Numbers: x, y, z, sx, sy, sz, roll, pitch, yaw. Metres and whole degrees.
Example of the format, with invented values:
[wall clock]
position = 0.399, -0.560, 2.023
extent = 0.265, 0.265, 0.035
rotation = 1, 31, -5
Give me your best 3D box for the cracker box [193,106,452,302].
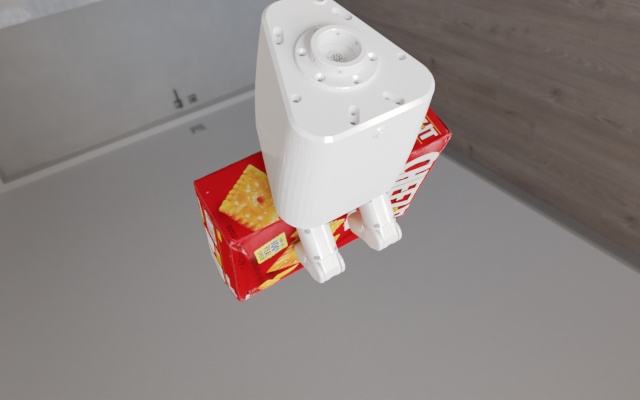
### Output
[cracker box]
position = 0.000, 0.001, 0.451
extent = 0.213, 0.072, 0.164
rotation = -26, -21, -19
